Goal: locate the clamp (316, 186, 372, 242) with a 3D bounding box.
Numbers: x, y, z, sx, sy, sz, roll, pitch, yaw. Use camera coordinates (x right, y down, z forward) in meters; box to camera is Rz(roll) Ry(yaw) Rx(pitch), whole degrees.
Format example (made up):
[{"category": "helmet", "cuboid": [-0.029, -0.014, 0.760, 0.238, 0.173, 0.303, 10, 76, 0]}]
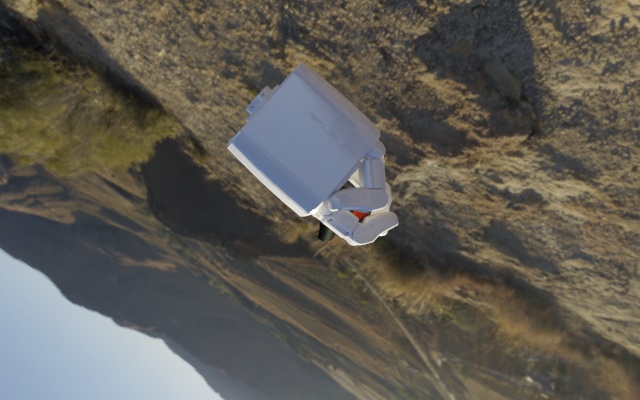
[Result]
[{"category": "clamp", "cuboid": [0.000, 0.002, 0.575, 0.120, 0.039, 0.171, 42, -20, -12]}]
